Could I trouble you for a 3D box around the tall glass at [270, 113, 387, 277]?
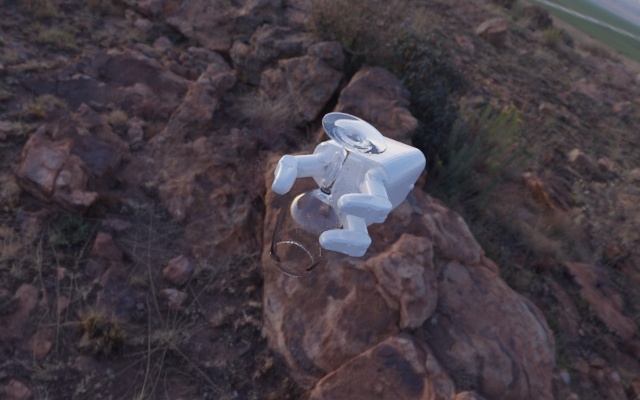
[{"bbox_3d":[0.000,0.001,0.558,0.079,0.201,0.079,17,36,-13],"label":"tall glass"}]
